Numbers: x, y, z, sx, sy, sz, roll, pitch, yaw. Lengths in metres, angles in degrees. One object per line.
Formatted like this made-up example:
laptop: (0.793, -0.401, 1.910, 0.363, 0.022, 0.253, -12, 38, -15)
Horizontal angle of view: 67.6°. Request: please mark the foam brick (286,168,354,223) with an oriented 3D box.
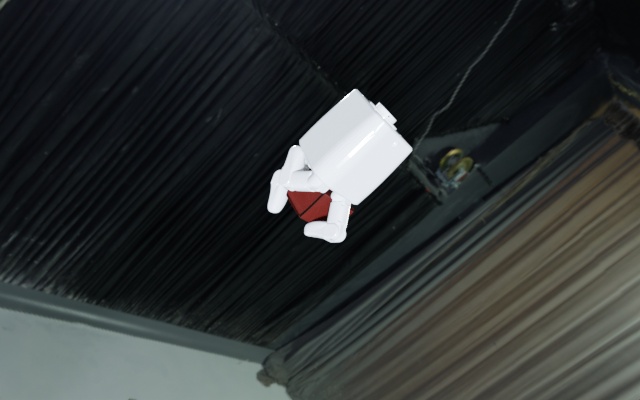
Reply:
foam brick: (0.000, 0.002, 0.671, 0.078, 0.051, 0.053, 31, 20, -50)
